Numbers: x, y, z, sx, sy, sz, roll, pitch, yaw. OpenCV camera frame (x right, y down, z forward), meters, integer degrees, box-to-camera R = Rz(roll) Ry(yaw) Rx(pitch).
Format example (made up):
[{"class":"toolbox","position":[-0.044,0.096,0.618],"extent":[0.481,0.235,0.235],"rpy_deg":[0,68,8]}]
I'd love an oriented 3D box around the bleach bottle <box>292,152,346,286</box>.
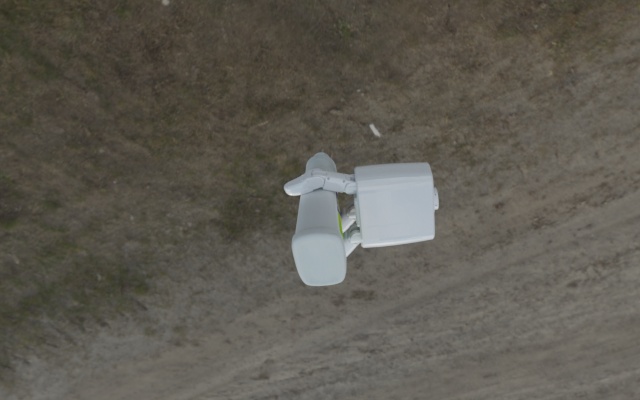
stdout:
[{"class":"bleach bottle","position":[0.000,0.002,0.716],"extent":[0.068,0.103,0.250],"rpy_deg":[-5,39,5]}]
